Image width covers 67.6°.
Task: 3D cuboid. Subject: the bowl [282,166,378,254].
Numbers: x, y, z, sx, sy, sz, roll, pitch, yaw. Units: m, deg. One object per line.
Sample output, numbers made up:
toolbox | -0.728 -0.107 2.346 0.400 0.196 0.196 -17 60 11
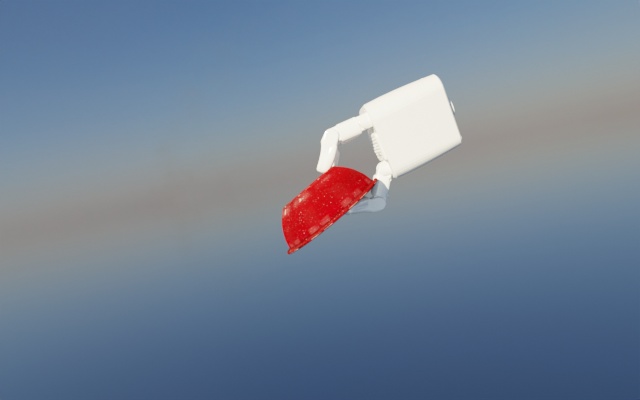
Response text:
bowl | -0.001 0.003 0.659 0.162 0.055 0.162 -40 3 2
